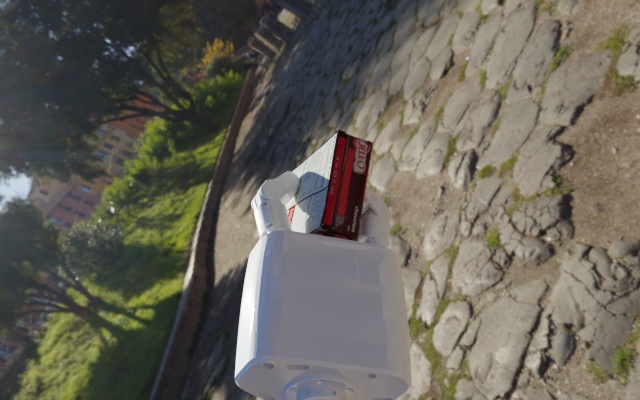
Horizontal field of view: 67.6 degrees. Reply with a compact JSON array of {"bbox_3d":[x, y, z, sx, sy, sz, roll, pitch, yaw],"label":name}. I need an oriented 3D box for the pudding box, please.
[{"bbox_3d":[0.000,0.001,0.425,0.039,0.090,0.113,20,-23,-20],"label":"pudding box"}]
